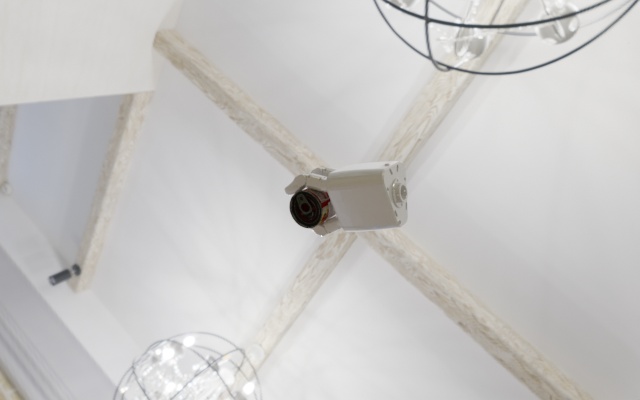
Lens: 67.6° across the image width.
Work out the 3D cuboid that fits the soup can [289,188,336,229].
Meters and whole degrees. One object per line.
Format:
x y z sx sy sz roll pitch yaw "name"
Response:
0.000 0.003 0.864 0.068 0.068 0.102 0 15 33 "soup can"
